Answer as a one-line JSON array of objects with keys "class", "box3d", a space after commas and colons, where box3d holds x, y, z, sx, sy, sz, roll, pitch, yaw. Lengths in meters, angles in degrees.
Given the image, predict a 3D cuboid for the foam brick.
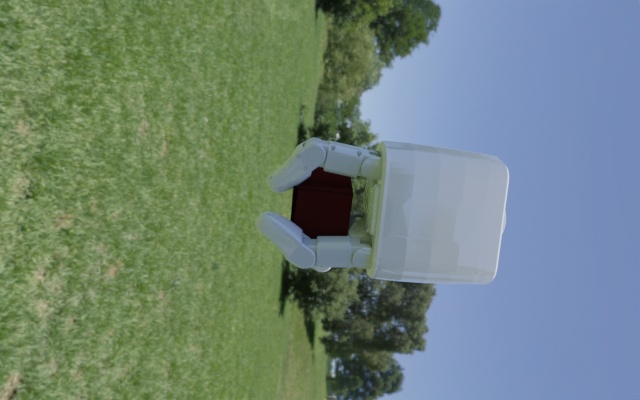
[{"class": "foam brick", "box3d": [0.000, 0.001, 0.444, 0.051, 0.053, 0.078, 5, 22, -2]}]
